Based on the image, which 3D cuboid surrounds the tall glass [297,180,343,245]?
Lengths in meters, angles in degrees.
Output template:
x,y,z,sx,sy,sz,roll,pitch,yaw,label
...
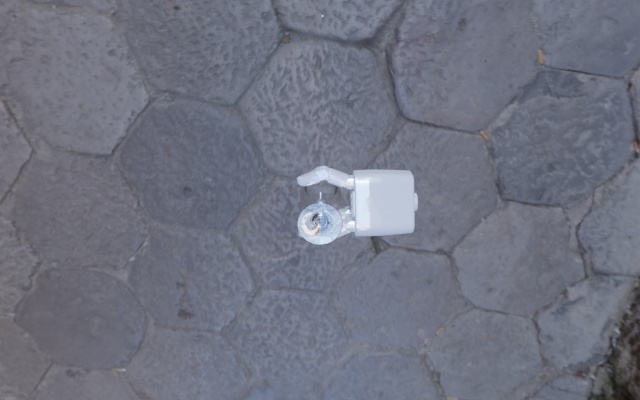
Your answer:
x,y,z,sx,sy,sz,roll,pitch,yaw,label
0.000,0.003,0.867,0.079,0.079,0.201,0,21,0,tall glass
